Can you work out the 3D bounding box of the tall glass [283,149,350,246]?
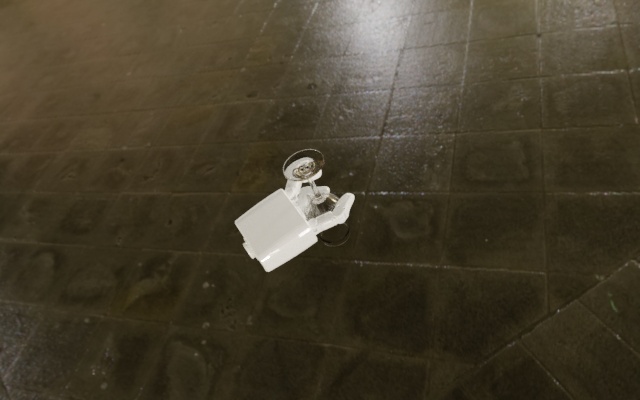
[{"bbox_3d":[0.000,0.002,0.877,0.079,0.079,0.201,0,-39,23],"label":"tall glass"}]
